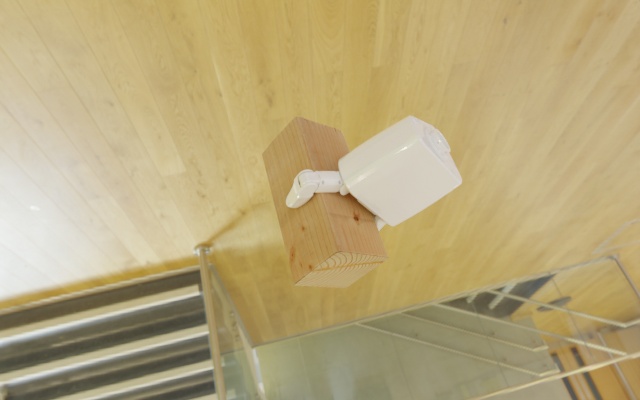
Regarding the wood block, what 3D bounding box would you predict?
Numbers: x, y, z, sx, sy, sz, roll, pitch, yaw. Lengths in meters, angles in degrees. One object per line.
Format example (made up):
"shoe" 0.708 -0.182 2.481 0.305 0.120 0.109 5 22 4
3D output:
"wood block" 0.000 0.002 0.637 0.091 0.206 0.090 11 -40 -40
